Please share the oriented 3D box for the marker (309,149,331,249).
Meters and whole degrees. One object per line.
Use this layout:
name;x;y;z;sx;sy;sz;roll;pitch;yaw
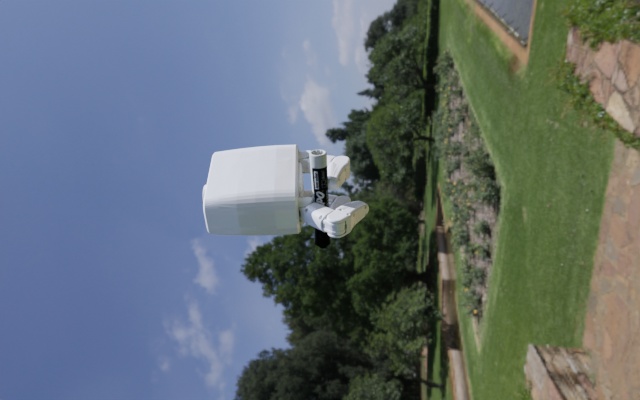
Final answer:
marker;0.000;0.002;0.539;0.020;0.121;0.020;-2;28;1
